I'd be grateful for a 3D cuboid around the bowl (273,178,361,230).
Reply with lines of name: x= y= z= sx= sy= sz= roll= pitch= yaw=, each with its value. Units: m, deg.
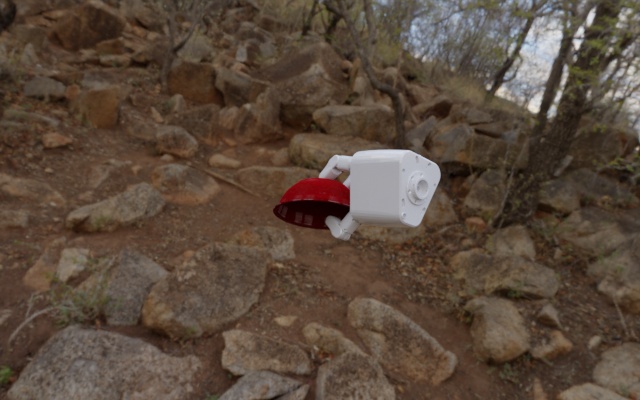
bowl: x=-0.001 y=0.002 z=0.836 sx=0.162 sy=0.055 sz=0.162 roll=4 pitch=-20 yaw=1
